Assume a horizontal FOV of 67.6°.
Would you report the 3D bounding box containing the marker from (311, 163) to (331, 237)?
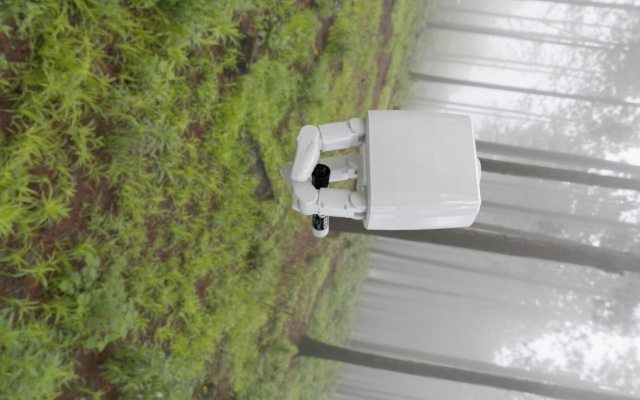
[{"bbox_3d":[0.000,0.002,0.499,0.020,0.020,0.121,0,-33,0],"label":"marker"}]
